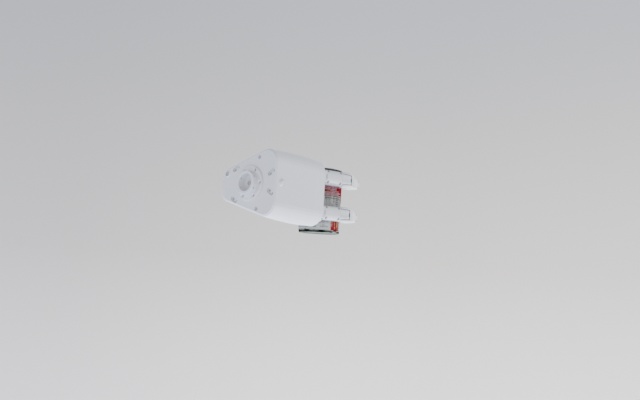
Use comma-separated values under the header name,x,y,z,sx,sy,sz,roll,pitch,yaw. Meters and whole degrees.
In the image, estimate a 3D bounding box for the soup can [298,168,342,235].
name,x,y,z,sx,sy,sz,roll,pitch,yaw
soup can,0.000,0.003,0.774,0.068,0.102,0.068,3,-7,0
